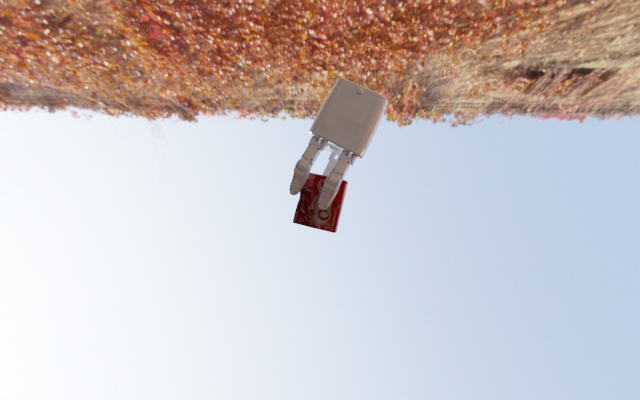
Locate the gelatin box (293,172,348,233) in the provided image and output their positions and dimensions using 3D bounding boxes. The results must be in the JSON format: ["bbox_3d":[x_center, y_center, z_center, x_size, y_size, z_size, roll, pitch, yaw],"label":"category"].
[{"bbox_3d":[0.000,0.003,0.789,0.073,0.089,0.030,13,0,9],"label":"gelatin box"}]
